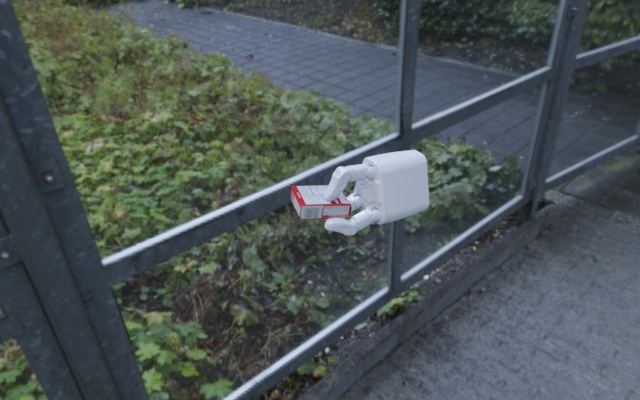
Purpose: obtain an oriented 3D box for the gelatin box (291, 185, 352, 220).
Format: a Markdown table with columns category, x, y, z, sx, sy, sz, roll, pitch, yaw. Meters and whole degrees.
| category | x | y | z | sx | sy | sz | roll | pitch | yaw |
| --- | --- | --- | --- | --- | --- | --- | --- | --- | --- |
| gelatin box | 0.000 | 0.002 | 0.816 | 0.089 | 0.030 | 0.073 | -1 | 28 | -17 |
